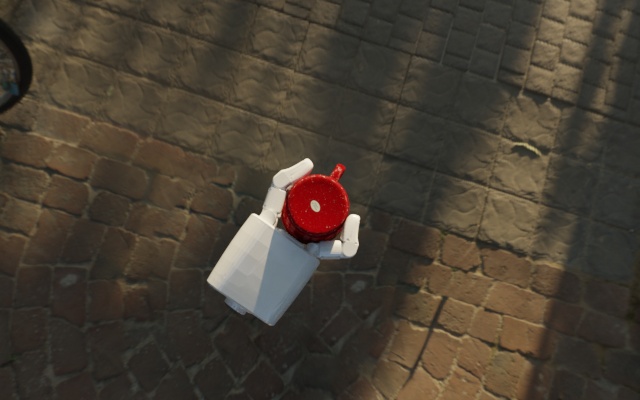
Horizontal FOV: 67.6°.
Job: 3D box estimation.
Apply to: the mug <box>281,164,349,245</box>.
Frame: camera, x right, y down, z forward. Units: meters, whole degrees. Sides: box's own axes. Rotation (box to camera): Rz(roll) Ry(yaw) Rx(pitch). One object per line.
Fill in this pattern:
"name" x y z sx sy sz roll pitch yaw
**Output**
"mug" 0.001 0.001 0.640 0.093 0.117 0.081 34 -9 1
